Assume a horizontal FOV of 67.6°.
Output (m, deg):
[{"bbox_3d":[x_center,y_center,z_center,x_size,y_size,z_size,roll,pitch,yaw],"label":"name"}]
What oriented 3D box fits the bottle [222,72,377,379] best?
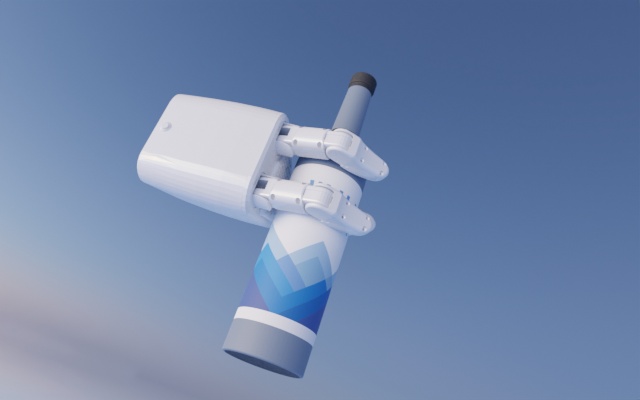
[{"bbox_3d":[0.000,0.002,0.431,0.069,0.295,0.069,16,-26,8],"label":"bottle"}]
